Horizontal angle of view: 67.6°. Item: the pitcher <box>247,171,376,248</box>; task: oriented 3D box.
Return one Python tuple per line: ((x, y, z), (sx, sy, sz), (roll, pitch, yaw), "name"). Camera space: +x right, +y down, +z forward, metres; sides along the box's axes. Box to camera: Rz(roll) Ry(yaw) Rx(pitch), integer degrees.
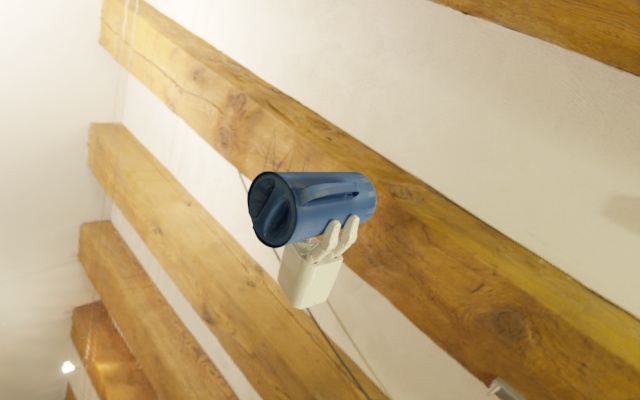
((0.000, 0.003, 0.890), (0.243, 0.145, 0.149), (-8, 32, -45), "pitcher")
